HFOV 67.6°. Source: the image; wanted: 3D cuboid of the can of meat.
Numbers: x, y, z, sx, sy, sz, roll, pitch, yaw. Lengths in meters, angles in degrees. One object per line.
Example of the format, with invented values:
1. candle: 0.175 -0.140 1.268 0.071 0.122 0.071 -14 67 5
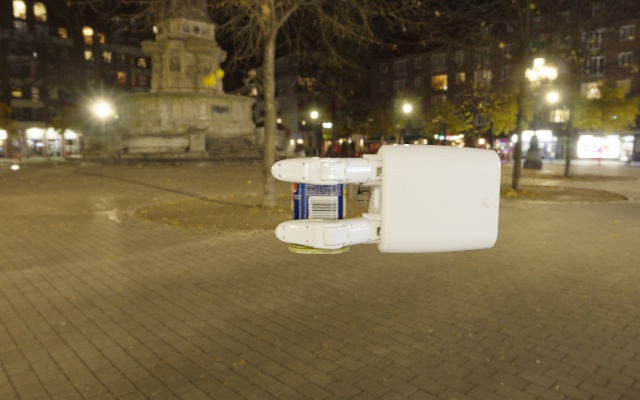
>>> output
1. can of meat: 0.000 0.001 0.480 0.057 0.084 0.102 1 7 2
